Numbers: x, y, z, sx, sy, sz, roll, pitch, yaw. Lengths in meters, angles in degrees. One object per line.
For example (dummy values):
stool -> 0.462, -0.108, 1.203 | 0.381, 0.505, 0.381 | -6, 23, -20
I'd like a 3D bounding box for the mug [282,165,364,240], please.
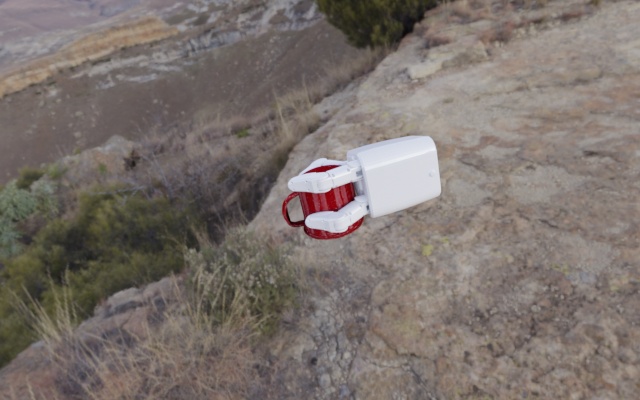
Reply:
mug -> -0.001, 0.002, 0.702 | 0.117, 0.081, 0.093 | -16, 27, -5
